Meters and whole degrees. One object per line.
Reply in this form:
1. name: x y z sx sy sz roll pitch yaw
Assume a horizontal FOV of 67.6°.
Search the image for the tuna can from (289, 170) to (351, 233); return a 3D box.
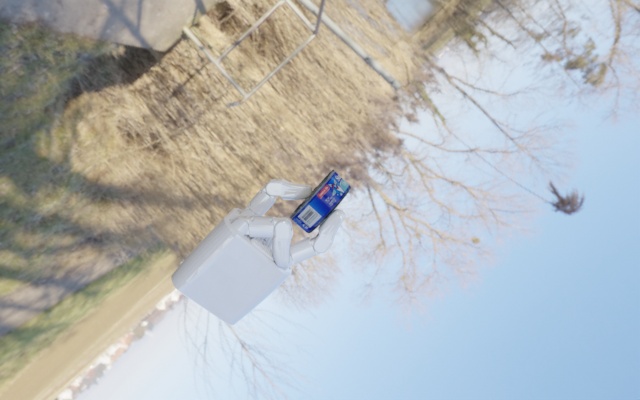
1. tuna can: 0.001 0.002 0.625 0.034 0.086 0.086 42 -3 -4
